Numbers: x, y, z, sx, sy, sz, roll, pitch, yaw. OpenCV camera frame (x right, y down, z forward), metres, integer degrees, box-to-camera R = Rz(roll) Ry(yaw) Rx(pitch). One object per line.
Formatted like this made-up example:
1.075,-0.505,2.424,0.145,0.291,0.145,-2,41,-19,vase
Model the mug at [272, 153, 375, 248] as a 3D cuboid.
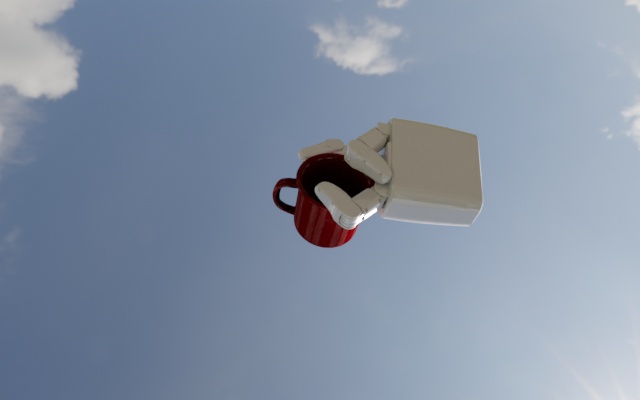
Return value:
-0.001,0.002,0.576,0.117,0.093,0.082,8,-42,-6,mug
